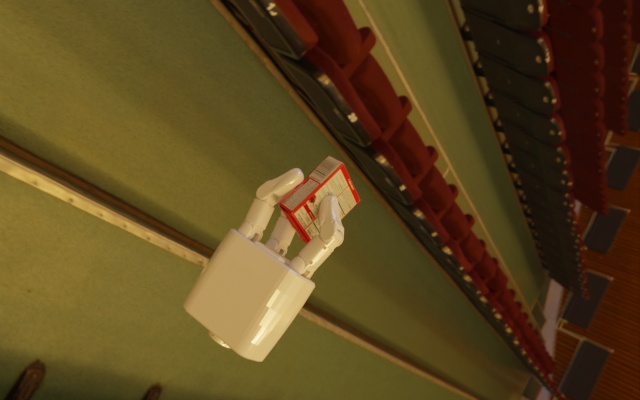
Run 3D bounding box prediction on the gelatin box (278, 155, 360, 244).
[{"bbox_3d":[0.001,0.002,0.574,0.030,0.089,0.073,34,-18,40],"label":"gelatin box"}]
